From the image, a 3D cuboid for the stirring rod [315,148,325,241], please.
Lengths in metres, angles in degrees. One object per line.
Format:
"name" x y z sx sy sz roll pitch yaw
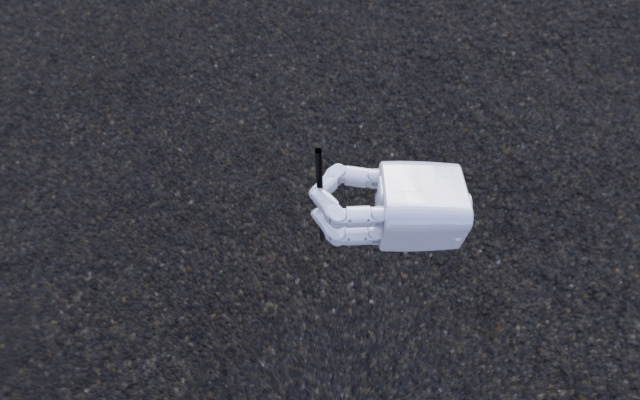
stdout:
"stirring rod" 0.000 0.002 0.634 0.011 0.011 0.240 0 -28 1
